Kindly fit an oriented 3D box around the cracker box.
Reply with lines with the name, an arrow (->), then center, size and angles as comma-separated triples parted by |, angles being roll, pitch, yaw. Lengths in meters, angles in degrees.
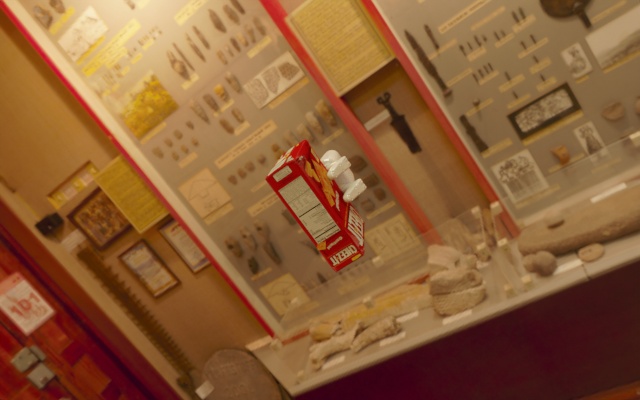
cracker box -> 0.000, 0.003, 0.892 | 0.072, 0.214, 0.164 | -33, 13, 15
